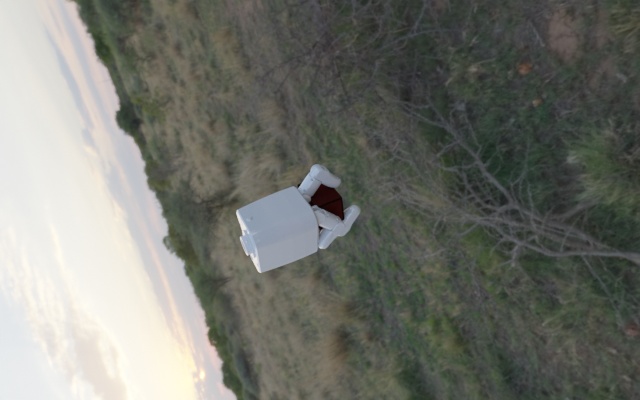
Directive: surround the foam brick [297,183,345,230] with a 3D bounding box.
[{"bbox_3d":[0.000,0.003,0.825,0.051,0.053,0.078,-22,40,-16],"label":"foam brick"}]
